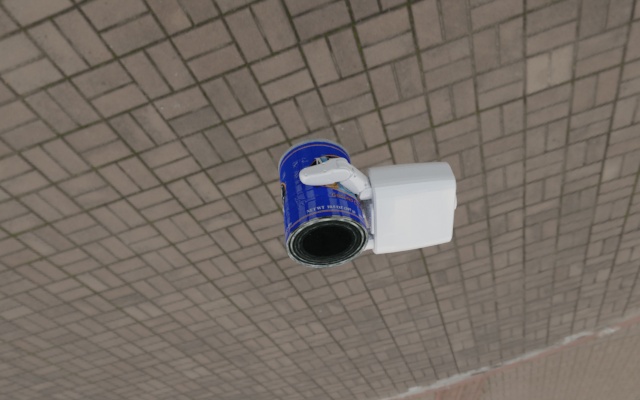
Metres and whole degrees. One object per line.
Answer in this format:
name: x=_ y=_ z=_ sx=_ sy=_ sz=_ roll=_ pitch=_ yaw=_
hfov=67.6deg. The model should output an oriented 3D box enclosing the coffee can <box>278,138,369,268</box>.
coffee can: x=0.000 y=0.002 z=0.630 sx=0.103 sy=0.140 sz=0.103 roll=-5 pitch=-42 yaw=-5
